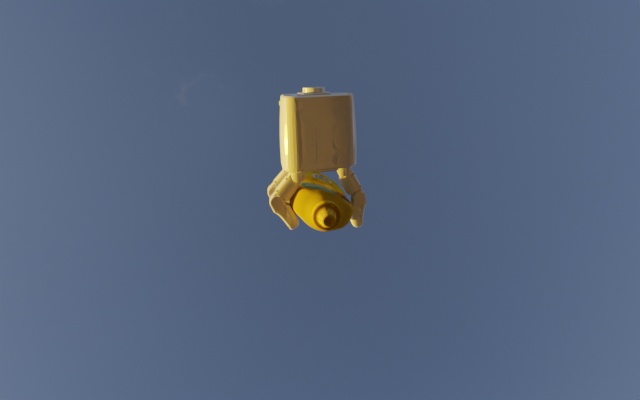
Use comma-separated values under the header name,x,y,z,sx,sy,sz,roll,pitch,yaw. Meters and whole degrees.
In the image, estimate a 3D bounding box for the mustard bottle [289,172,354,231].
name,x,y,z,sx,sy,sz,roll,pitch,yaw
mustard bottle,0.000,0.003,0.724,0.096,0.058,0.191,22,11,-12
